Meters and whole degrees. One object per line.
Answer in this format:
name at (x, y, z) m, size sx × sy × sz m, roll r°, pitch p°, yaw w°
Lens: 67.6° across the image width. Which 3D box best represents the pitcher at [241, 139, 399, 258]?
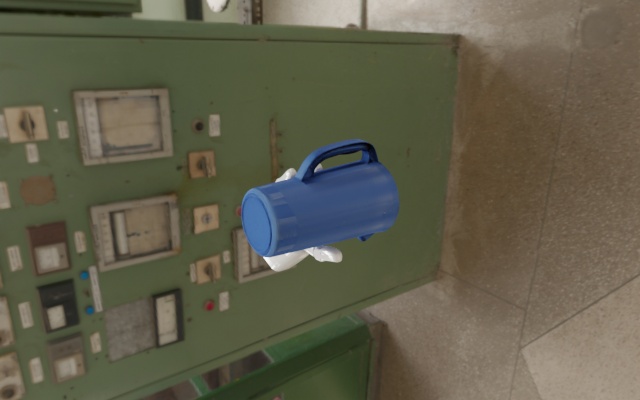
pitcher at (0.000, 0.003, 0.776) m, size 0.243 × 0.149 × 0.145 m, roll -13°, pitch -17°, yaw -35°
